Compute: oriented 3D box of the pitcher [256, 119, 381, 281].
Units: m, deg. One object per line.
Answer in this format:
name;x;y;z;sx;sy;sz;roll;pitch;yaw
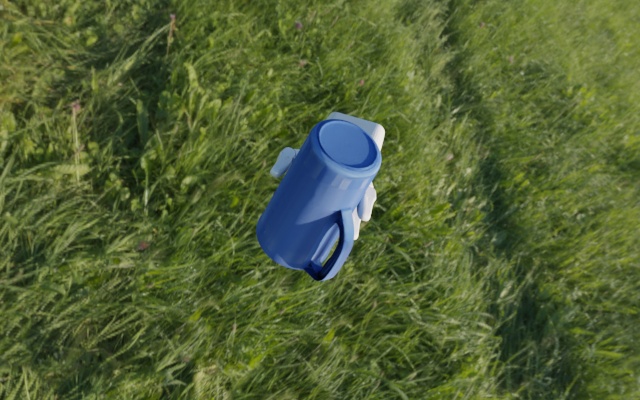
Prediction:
pitcher;0.000;0.002;0.733;0.149;0.145;0.243;28;-43;-3
